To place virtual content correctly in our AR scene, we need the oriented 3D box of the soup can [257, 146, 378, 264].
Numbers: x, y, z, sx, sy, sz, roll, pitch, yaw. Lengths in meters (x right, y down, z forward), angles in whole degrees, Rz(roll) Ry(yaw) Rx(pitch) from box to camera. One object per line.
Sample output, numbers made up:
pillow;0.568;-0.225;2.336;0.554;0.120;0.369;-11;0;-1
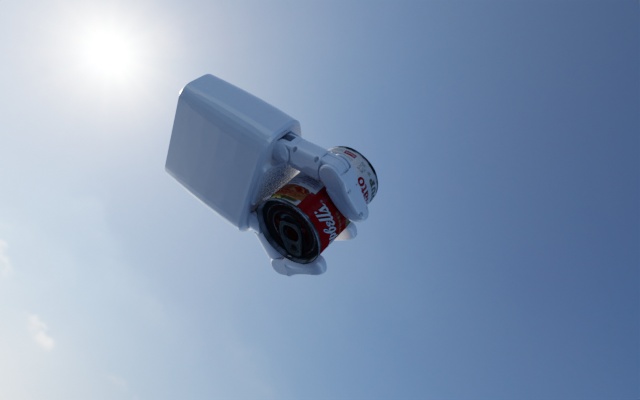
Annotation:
soup can;0.001;0.001;0.442;0.068;0.068;0.102;0;32;42
